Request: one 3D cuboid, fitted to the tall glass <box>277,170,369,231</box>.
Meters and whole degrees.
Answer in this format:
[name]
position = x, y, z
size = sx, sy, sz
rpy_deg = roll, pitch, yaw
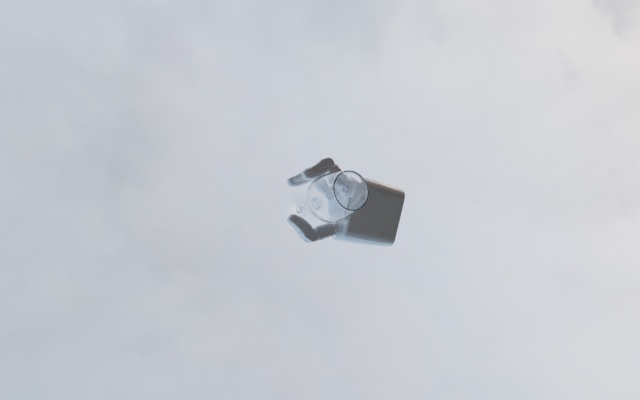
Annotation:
[tall glass]
position = 0.000, 0.003, 0.793
size = 0.079, 0.079, 0.201
rpy_deg = 0, -10, -28
